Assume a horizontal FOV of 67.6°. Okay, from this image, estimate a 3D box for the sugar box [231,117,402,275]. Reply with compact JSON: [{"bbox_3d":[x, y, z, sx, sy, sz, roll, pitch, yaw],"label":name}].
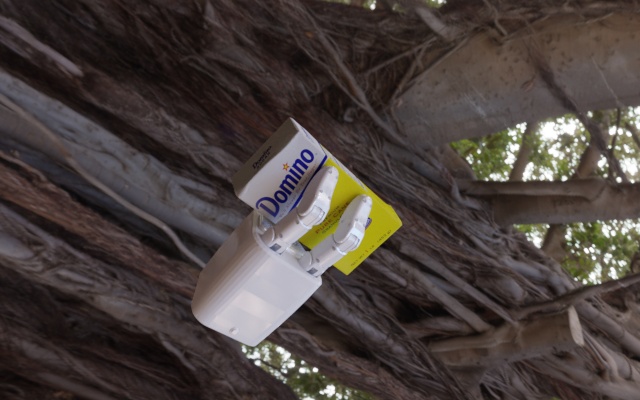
[{"bbox_3d":[0.000,0.002,0.520,0.176,0.093,0.048,37,13,-34],"label":"sugar box"}]
